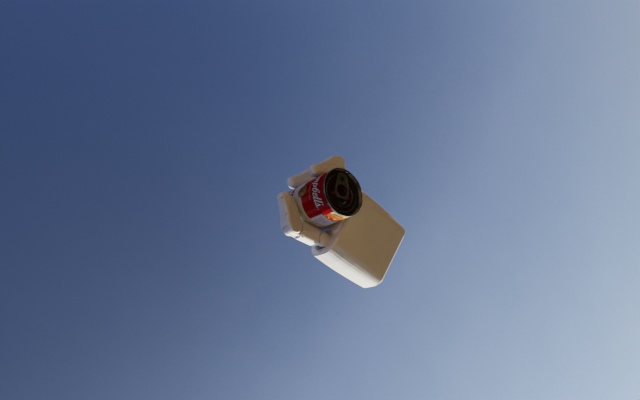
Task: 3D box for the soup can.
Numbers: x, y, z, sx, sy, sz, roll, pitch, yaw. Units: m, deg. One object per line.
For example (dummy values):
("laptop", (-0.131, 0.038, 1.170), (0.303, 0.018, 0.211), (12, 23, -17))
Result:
("soup can", (0.000, 0.002, 0.669), (0.068, 0.068, 0.102), (0, -16, -40))
